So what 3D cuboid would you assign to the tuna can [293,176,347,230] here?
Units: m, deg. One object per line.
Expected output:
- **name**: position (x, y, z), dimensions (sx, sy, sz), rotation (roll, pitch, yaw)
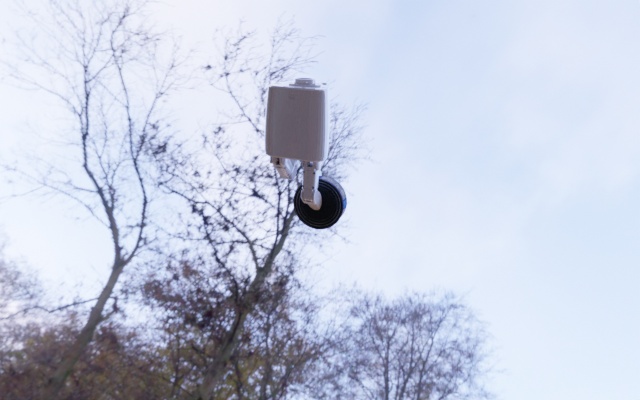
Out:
- **tuna can**: position (0.000, 0.003, 0.793), dimensions (0.086, 0.086, 0.033), rotation (0, 15, 17)
